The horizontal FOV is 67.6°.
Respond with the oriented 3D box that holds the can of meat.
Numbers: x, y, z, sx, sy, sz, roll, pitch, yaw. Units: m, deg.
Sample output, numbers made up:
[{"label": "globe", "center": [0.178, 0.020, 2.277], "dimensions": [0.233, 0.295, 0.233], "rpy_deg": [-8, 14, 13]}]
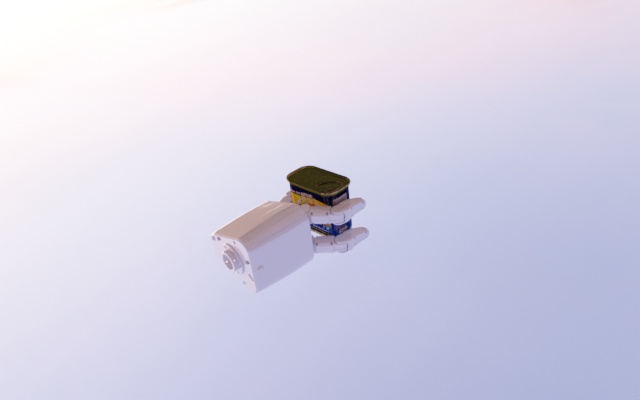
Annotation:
[{"label": "can of meat", "center": [0.000, 0.003, 0.737], "dimensions": [0.102, 0.084, 0.057], "rpy_deg": [21, 41, 39]}]
